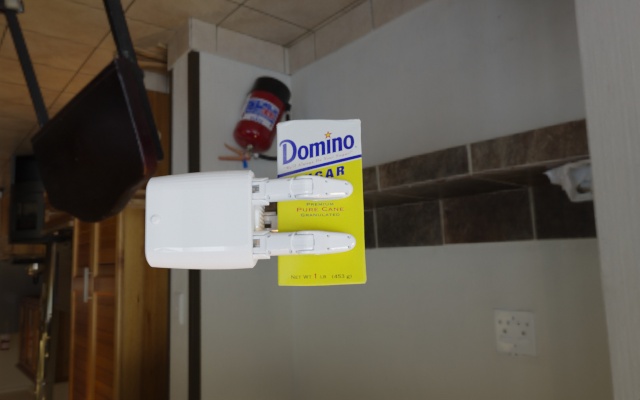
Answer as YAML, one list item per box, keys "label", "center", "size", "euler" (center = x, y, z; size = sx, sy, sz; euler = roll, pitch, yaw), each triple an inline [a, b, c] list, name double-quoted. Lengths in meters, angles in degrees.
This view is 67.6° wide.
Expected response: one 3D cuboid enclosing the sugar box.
- label: "sugar box"
  center: [0.000, 0.002, 0.516]
  size: [0.093, 0.176, 0.048]
  euler: [-2, -7, 0]
